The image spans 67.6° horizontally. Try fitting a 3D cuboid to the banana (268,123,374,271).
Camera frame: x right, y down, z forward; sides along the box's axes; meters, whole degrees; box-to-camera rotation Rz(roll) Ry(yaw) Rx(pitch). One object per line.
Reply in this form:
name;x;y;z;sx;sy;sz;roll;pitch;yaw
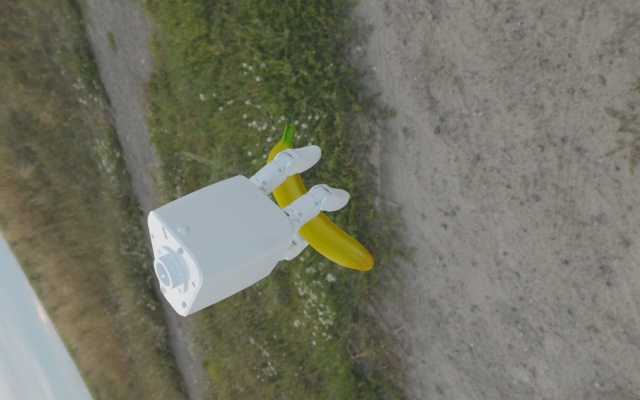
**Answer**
banana;-0.012;0.008;0.565;0.037;0.197;0.070;-21;-15;-47
